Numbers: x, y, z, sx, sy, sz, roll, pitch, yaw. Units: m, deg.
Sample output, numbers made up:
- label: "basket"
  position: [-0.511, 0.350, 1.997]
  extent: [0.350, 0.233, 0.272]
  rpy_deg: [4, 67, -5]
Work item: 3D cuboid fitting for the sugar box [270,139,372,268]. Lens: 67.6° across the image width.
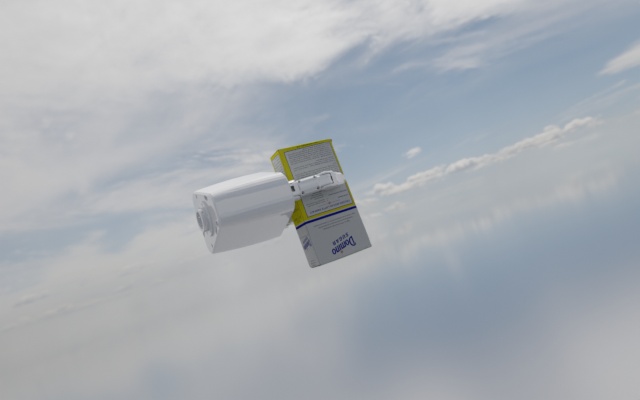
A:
- label: "sugar box"
  position: [0.000, 0.002, 0.704]
  extent: [0.093, 0.176, 0.048]
  rpy_deg: [-16, -6, -27]
